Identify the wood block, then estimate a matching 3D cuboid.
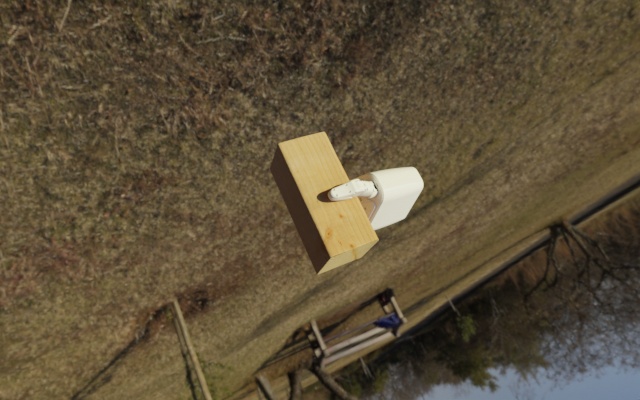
[{"bbox_3d":[0.001,0.002,0.791,0.090,0.206,0.091,-18,-19,-23],"label":"wood block"}]
